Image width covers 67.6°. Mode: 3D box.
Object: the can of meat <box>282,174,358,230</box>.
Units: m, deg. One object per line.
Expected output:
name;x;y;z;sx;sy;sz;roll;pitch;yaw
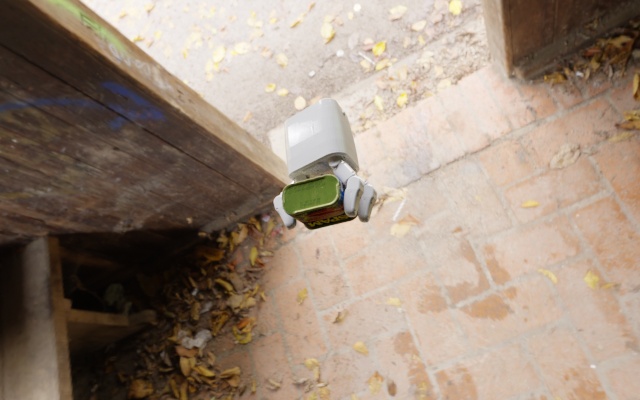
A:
can of meat;0.000;0.002;0.754;0.102;0.057;0.084;-14;-23;20
